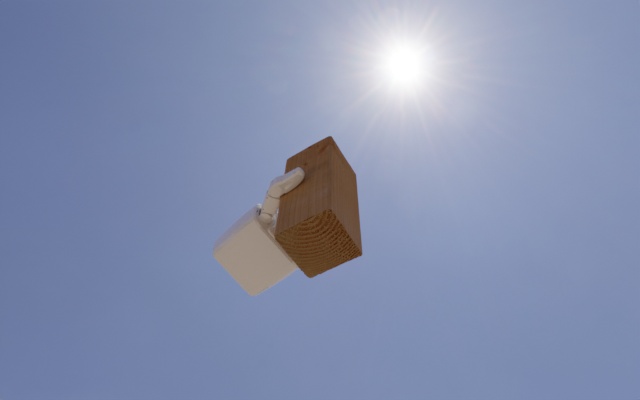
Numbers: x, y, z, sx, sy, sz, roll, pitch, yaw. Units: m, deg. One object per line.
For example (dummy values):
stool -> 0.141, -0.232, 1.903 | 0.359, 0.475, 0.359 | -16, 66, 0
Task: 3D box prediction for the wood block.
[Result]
wood block -> 0.000, 0.002, 0.715 | 0.090, 0.091, 0.206 | -26, 30, 18
